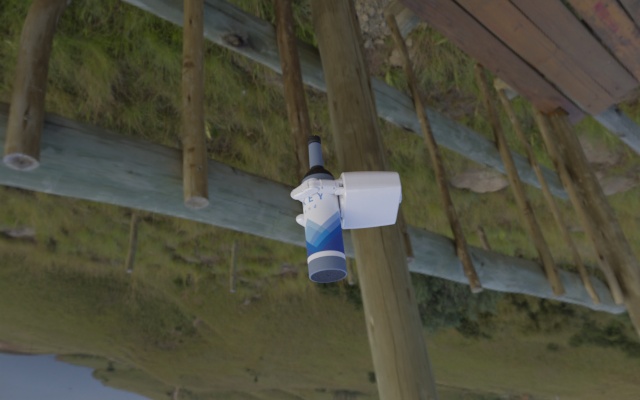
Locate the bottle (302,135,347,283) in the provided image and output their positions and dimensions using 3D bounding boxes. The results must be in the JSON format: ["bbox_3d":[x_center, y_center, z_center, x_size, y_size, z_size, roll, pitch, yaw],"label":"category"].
[{"bbox_3d":[0.000,0.003,0.897,0.069,0.295,0.069,-5,-29,-3],"label":"bottle"}]
